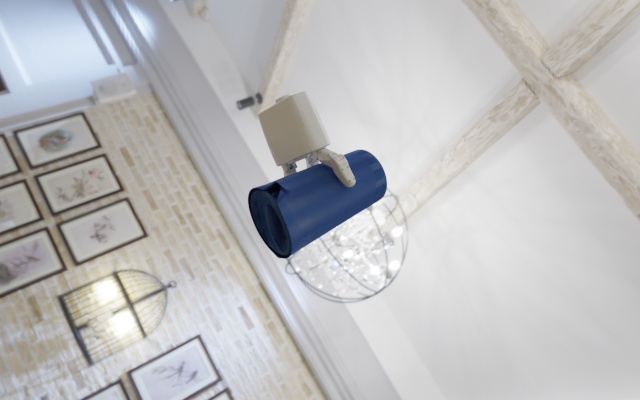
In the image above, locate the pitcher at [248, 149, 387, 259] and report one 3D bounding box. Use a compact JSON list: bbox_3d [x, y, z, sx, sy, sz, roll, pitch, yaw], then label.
[{"bbox_3d":[0.000,0.003,0.873,0.243,0.145,0.149,-26,6,-29],"label":"pitcher"}]
